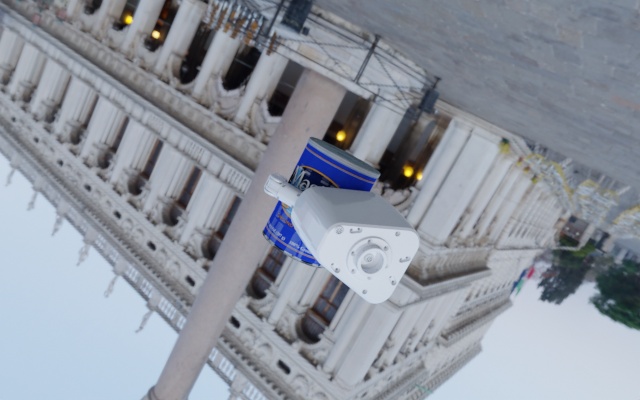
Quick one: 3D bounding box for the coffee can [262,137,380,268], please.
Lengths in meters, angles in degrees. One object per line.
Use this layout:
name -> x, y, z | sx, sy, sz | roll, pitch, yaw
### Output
coffee can -> 0.000, 0.002, 0.625 | 0.103, 0.140, 0.102 | 27, 11, -6
